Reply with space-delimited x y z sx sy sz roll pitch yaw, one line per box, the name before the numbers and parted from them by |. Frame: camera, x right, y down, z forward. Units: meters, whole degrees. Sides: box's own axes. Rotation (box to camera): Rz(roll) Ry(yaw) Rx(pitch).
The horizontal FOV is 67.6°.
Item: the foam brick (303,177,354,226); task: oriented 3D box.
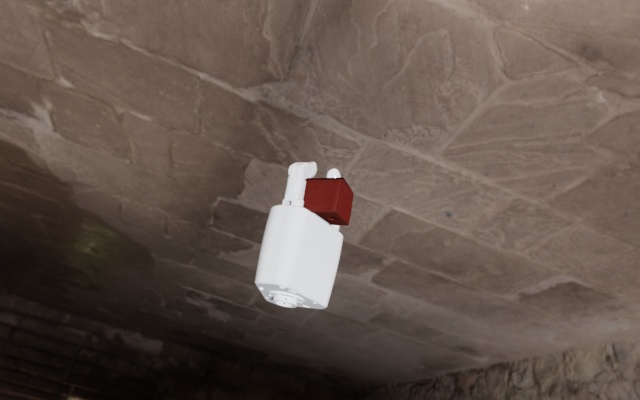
foam brick | 0.000 0.002 0.658 0.078 0.051 0.053 0 -24 24
